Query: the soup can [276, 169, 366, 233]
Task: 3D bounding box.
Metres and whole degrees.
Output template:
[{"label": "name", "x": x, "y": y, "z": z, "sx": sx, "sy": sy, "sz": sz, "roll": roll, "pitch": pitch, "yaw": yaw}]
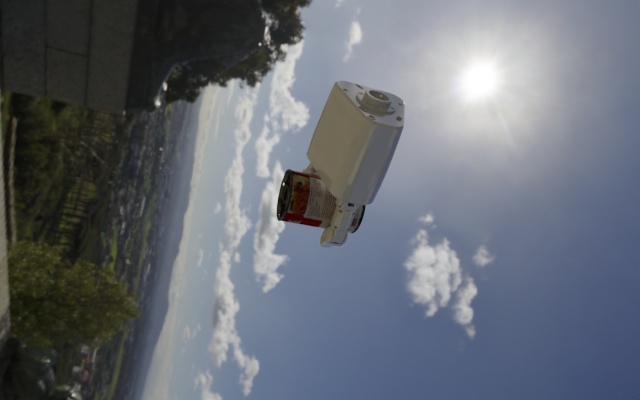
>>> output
[{"label": "soup can", "x": 0.000, "y": 0.003, "z": 0.624, "sx": 0.102, "sy": 0.068, "sz": 0.068, "roll": 11, "pitch": -3, "yaw": -16}]
